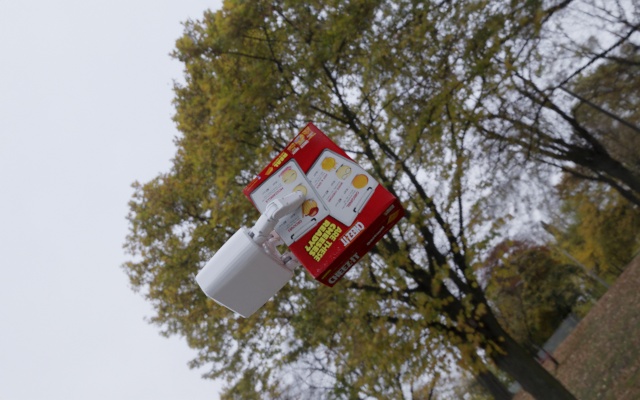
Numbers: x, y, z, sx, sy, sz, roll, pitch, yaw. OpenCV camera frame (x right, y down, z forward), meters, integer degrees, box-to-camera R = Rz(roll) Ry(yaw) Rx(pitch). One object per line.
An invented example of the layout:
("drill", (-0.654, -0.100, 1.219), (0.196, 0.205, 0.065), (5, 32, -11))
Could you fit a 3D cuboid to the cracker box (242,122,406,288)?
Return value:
("cracker box", (0.000, 0.002, 0.748), (0.213, 0.164, 0.072), (46, 2, 33))
